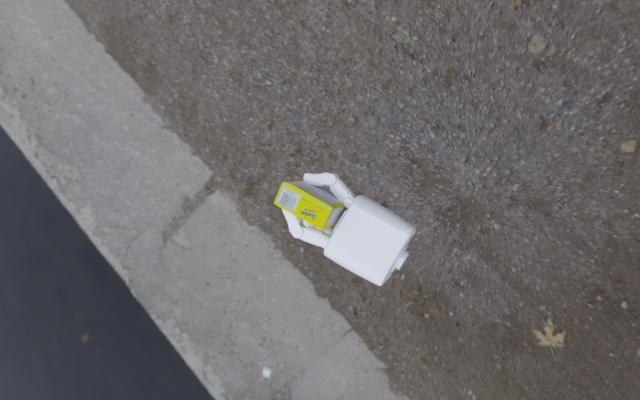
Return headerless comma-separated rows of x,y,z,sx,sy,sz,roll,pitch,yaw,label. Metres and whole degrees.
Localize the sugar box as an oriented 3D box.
0.000,0.003,0.813,0.093,0.048,0.176,29,10,16,sugar box
